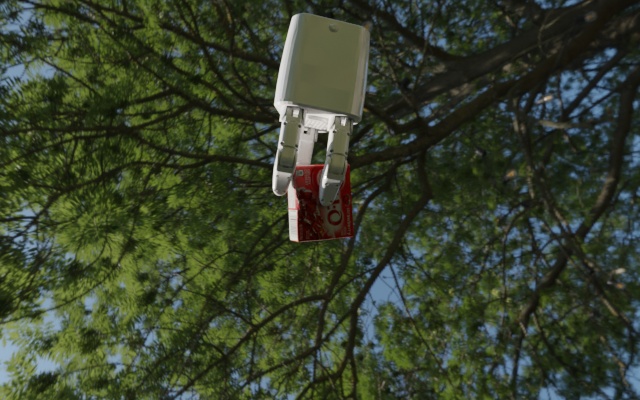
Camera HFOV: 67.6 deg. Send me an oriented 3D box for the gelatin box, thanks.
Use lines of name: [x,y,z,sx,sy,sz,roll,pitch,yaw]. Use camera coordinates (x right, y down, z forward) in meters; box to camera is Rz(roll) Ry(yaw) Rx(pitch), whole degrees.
gelatin box: [0.000,0.002,0.568,0.073,0.089,0.030,-4,2,-24]
